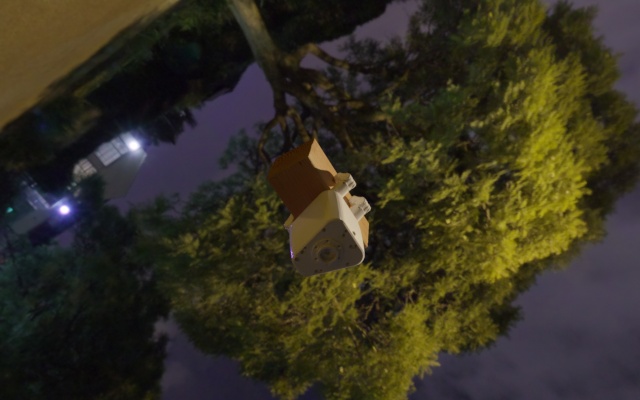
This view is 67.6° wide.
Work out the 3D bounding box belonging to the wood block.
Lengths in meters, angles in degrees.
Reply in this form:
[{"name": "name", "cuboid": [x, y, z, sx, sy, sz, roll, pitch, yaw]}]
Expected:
[{"name": "wood block", "cuboid": [0.000, 0.003, 0.886, 0.091, 0.206, 0.090, -25, 23, 20]}]
